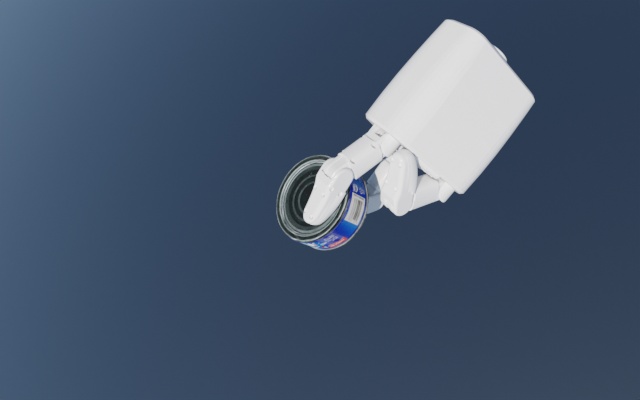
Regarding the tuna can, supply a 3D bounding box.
[{"bbox_3d":[0.000,0.001,0.447,0.086,0.086,0.034,0,-16,38],"label":"tuna can"}]
